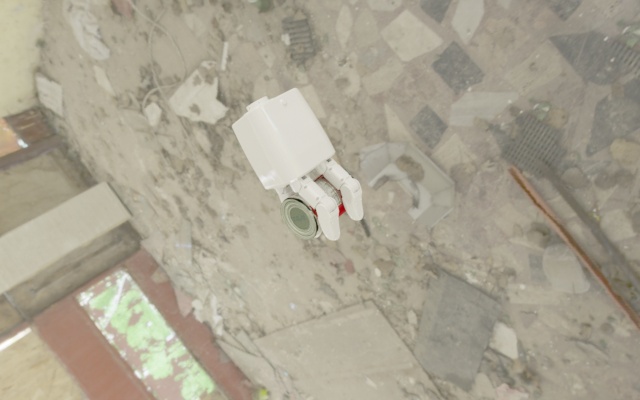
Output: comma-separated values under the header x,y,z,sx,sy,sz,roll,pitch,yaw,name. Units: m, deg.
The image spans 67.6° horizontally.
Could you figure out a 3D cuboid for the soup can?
x,y,z,sx,sy,sz,roll,pitch,yaw,name
0.000,0.003,0.685,0.068,0.068,0.102,0,28,44,soup can
